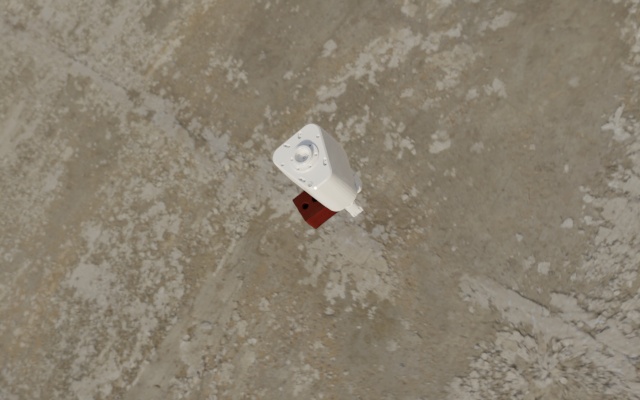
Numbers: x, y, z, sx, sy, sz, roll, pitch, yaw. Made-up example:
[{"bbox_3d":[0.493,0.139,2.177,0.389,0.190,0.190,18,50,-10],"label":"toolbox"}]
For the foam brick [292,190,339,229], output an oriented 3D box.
[{"bbox_3d":[0.000,0.003,0.845,0.078,0.053,0.051,-38,-28,9],"label":"foam brick"}]
